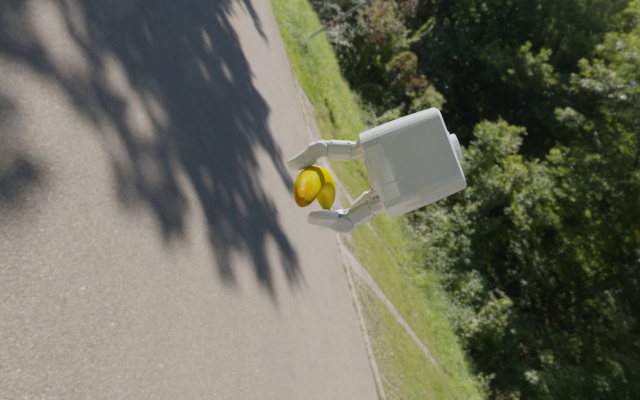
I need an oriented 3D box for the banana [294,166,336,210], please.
[{"bbox_3d":[-0.003,-0.015,0.661,0.037,0.069,0.198,-14,-10,10],"label":"banana"}]
